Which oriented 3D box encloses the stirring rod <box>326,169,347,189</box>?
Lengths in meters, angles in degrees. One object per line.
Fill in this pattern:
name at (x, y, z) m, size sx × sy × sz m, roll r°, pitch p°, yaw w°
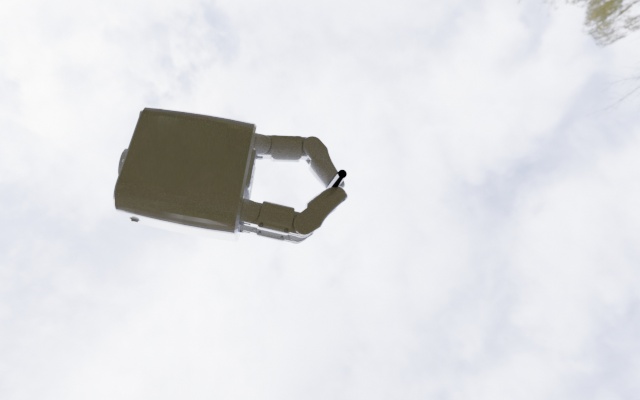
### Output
stirring rod at (0.000, 0.002, 0.514) m, size 0.011 × 0.011 × 0.239 m, roll 0°, pitch -11°, yaw -9°
